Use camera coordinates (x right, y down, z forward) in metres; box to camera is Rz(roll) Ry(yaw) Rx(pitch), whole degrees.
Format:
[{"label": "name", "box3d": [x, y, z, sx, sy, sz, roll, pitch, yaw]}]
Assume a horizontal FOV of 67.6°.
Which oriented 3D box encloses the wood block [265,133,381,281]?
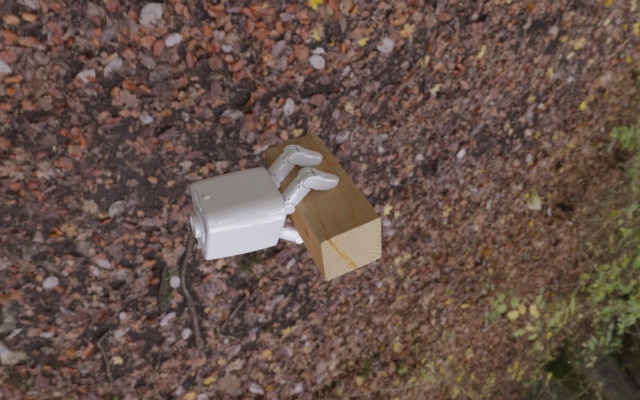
[{"label": "wood block", "box3d": [0.000, 0.003, 0.706, 0.090, 0.091, 0.206, -22, 48, -13]}]
